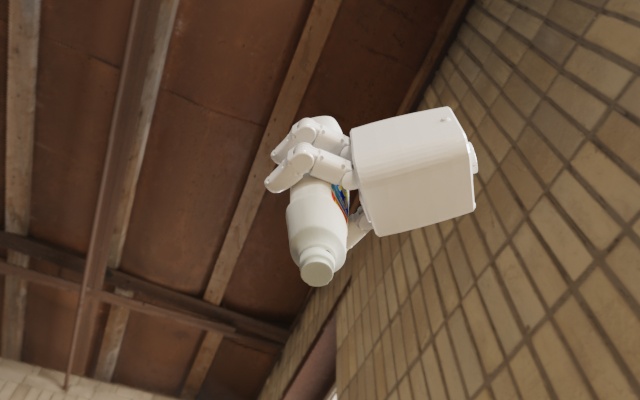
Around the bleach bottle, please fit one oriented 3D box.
[{"bbox_3d":[0.000,0.002,0.514,0.068,0.103,0.250,-13,32,9],"label":"bleach bottle"}]
